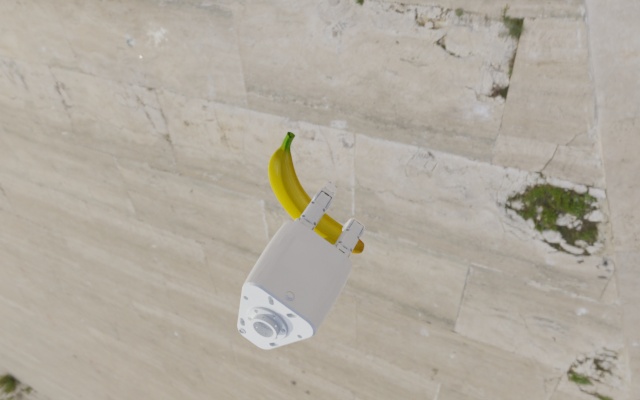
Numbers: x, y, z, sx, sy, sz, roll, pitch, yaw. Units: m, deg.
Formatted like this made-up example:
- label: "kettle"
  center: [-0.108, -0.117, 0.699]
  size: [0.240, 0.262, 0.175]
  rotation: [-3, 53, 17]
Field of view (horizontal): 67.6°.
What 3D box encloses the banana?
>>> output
- label: "banana"
  center: [-0.016, 0.005, 0.656]
  size: [0.069, 0.198, 0.037]
  rotation: [-22, 21, 35]
